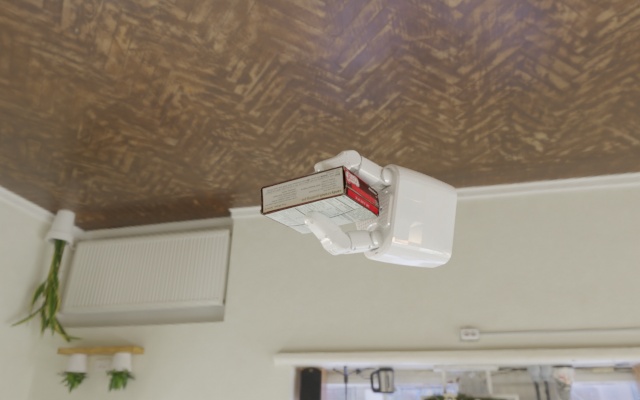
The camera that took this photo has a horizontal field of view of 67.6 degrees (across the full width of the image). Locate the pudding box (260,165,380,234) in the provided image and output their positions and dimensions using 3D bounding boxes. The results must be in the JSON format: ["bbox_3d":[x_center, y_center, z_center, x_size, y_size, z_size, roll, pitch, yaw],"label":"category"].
[{"bbox_3d":[0.000,0.002,0.557,0.113,0.039,0.090,-15,-26,26],"label":"pudding box"}]
